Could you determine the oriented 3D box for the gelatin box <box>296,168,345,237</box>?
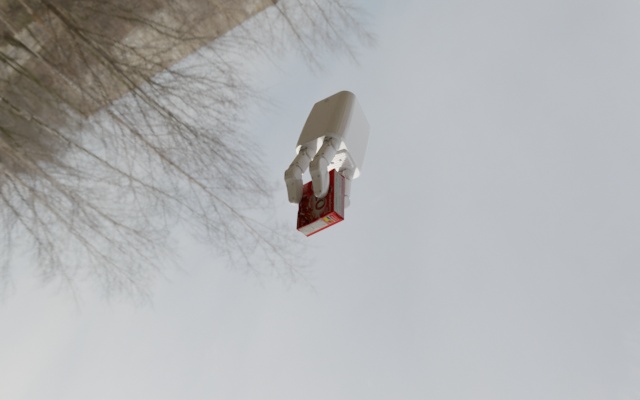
[{"bbox_3d":[0.000,0.003,0.732,0.073,0.089,0.030,-26,-47,31],"label":"gelatin box"}]
